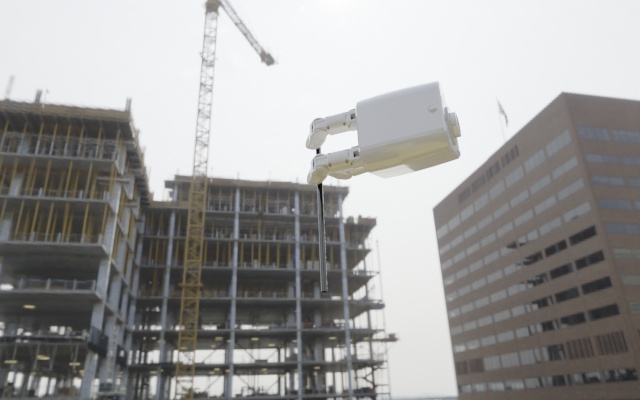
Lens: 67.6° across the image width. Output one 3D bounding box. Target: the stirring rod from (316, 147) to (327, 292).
[{"bbox_3d":[0.000,0.002,0.635,0.011,0.239,0.011,-2,-23,-1],"label":"stirring rod"}]
